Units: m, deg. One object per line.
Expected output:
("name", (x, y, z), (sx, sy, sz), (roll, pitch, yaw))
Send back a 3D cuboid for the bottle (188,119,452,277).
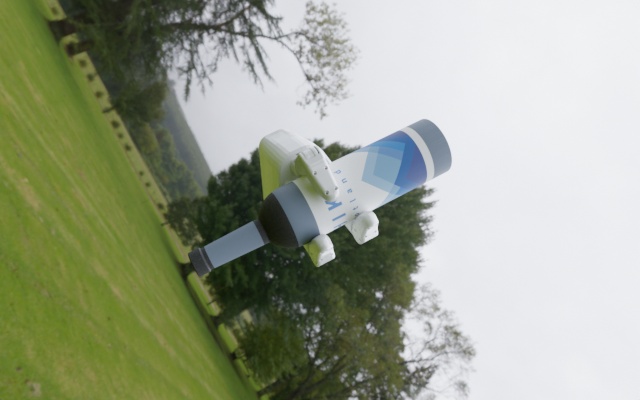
("bottle", (0.000, 0.002, 0.514), (0.295, 0.069, 0.069), (-26, 5, -11))
